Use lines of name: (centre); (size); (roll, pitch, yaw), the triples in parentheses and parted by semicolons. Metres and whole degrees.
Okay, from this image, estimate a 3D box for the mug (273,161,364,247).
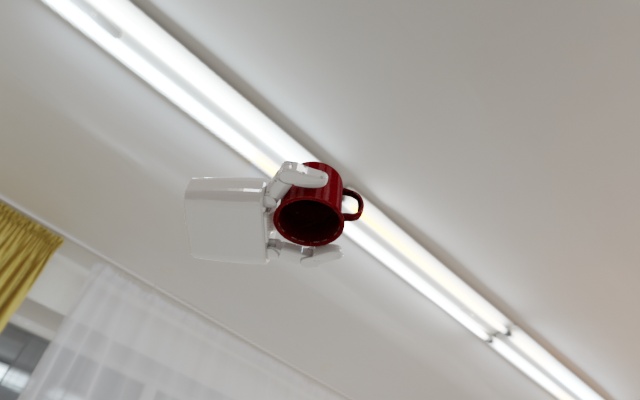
mug: (0.002, 0.002, 0.641); (0.117, 0.093, 0.081); (2, 44, 4)
